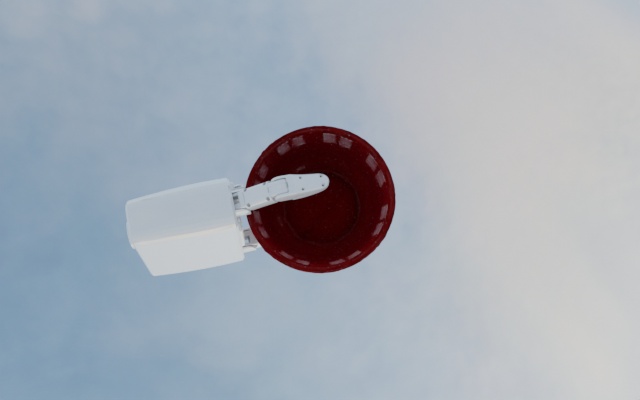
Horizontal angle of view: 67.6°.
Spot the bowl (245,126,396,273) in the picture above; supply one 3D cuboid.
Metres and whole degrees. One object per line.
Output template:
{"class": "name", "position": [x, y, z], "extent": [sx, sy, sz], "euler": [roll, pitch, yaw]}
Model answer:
{"class": "bowl", "position": [0.001, 0.002, 0.533], "extent": [0.162, 0.162, 0.055], "euler": [0, -13, 3]}
